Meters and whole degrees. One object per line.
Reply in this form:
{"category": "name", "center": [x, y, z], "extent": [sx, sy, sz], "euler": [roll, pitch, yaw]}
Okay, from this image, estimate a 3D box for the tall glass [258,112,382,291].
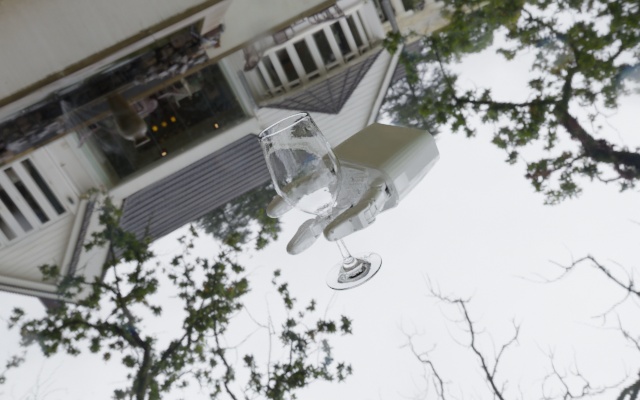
{"category": "tall glass", "center": [0.000, 0.002, 0.549], "extent": [0.079, 0.201, 0.079], "euler": [-23, 20, 9]}
